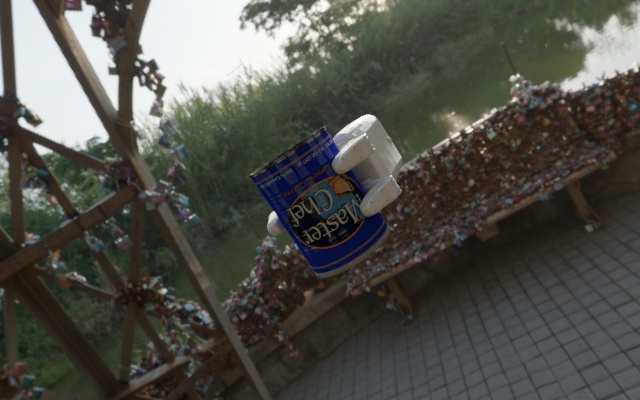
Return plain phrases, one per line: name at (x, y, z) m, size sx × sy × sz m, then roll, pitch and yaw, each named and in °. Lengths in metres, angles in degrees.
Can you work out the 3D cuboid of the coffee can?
coffee can at (0.000, 0.002, 0.546) m, size 0.103 × 0.140 × 0.103 m, roll -32°, pitch 10°, yaw 6°
